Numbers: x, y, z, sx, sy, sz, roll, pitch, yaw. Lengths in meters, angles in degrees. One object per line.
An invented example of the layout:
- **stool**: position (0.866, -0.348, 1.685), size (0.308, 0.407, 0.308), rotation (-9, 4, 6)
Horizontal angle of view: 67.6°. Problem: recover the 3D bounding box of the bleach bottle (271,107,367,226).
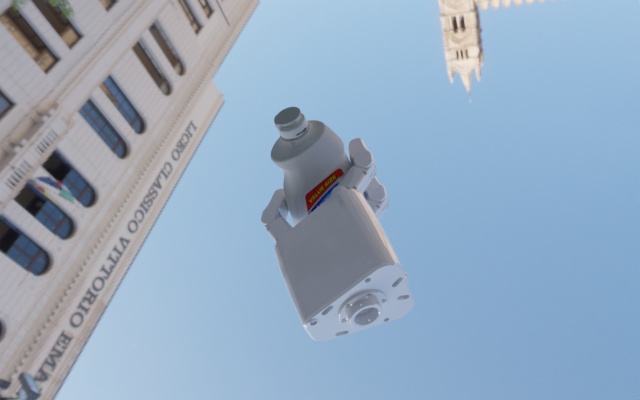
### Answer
- **bleach bottle**: position (0.000, 0.002, 0.560), size (0.102, 0.251, 0.068), rotation (-27, 43, -1)
